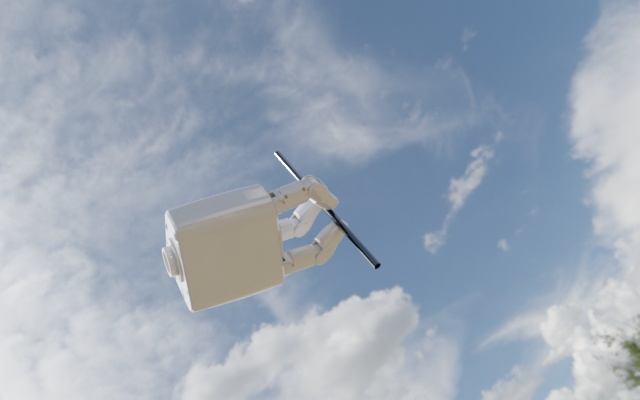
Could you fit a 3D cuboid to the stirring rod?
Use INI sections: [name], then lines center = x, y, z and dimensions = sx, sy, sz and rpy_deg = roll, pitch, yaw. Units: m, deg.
[stirring rod]
center = 0.000, 0.002, 0.581
dimensions = 0.011, 0.011, 0.239
rpy_deg = 0, 34, -37
